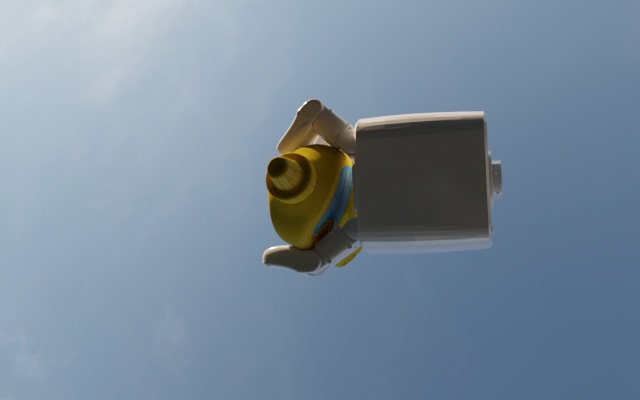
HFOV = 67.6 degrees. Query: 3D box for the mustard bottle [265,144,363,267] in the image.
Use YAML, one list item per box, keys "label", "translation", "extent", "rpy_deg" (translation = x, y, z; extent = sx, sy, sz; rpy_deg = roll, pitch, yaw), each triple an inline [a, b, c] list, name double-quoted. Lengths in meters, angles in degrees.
- label: "mustard bottle"
  translation: [0.000, 0.001, 0.446]
  extent: [0.058, 0.096, 0.192]
  rpy_deg: [23, -7, 25]
